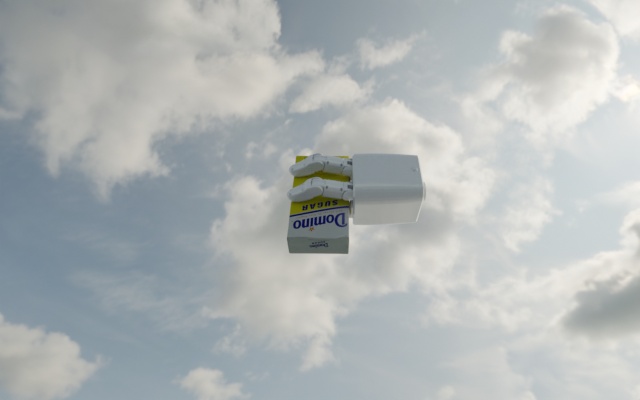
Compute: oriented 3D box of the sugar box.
[{"bbox_3d":[0.000,0.002,0.758,0.093,0.176,0.048,0,-44,3],"label":"sugar box"}]
